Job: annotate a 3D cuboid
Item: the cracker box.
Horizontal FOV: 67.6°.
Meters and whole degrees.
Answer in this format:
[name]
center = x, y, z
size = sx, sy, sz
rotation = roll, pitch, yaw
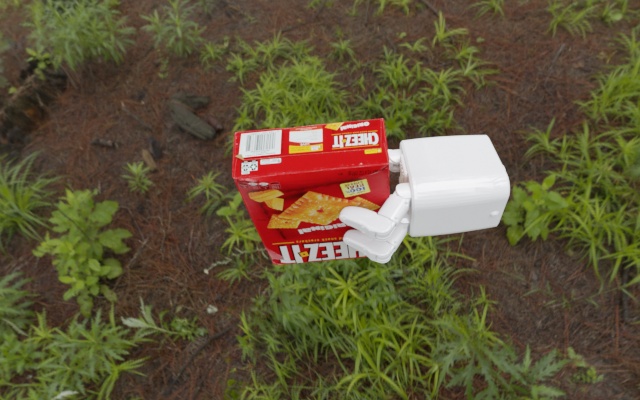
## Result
[cracker box]
center = 0.000, 0.002, 0.580
size = 0.164, 0.072, 0.214
rotation = -5, -33, 5
